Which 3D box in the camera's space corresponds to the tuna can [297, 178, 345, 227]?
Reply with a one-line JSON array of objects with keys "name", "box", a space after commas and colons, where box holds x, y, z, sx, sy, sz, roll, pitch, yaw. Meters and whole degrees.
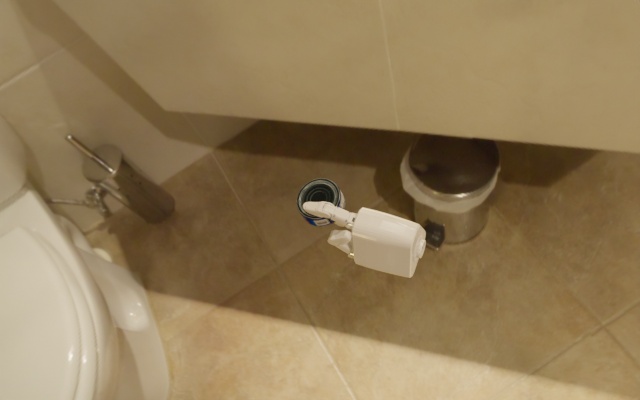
[{"name": "tuna can", "box": [0.000, 0.003, 0.875, 0.086, 0.086, 0.034, 0, -26, 19]}]
